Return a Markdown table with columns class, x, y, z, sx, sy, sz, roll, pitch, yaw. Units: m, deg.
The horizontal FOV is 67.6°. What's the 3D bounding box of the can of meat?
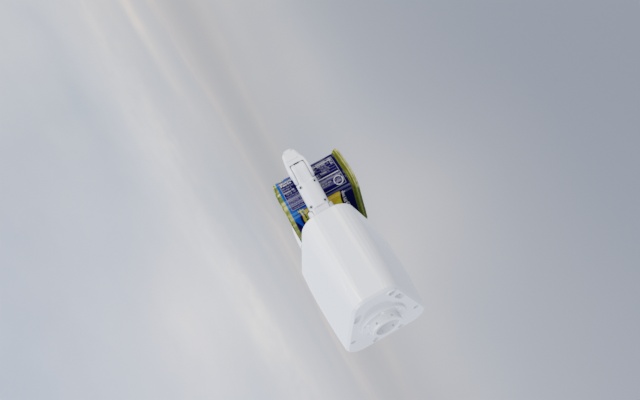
| class | x | y | z | sx | sy | sz | roll | pitch | yaw |
| --- | --- | --- | --- | --- | --- | --- | --- | --- | --- |
| can of meat | 0.000 | 0.002 | 0.546 | 0.084 | 0.057 | 0.102 | -29 | -33 | -4 |
